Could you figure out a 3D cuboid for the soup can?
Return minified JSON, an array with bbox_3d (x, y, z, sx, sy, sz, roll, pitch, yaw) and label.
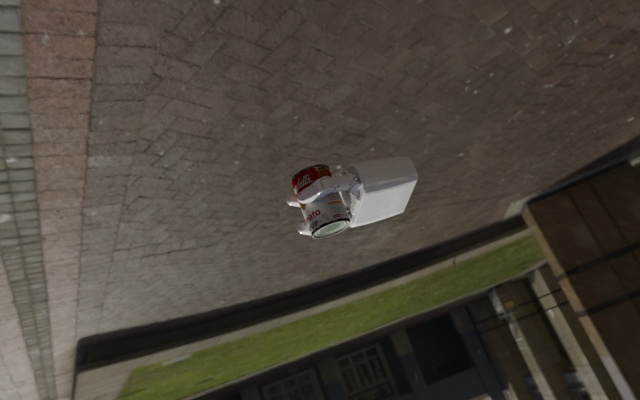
[{"bbox_3d":[0.000,0.003,0.770,0.068,0.102,0.068,-19,-20,-7],"label":"soup can"}]
